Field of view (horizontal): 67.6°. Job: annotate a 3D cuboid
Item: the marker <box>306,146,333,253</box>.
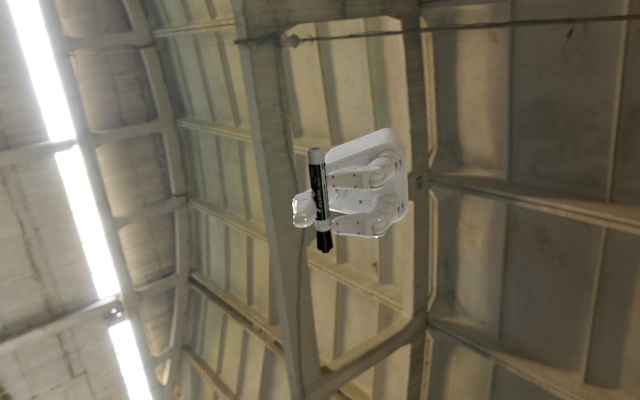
[{"bbox_3d":[0.000,0.002,0.521,0.020,0.121,0.020,-5,20,2],"label":"marker"}]
